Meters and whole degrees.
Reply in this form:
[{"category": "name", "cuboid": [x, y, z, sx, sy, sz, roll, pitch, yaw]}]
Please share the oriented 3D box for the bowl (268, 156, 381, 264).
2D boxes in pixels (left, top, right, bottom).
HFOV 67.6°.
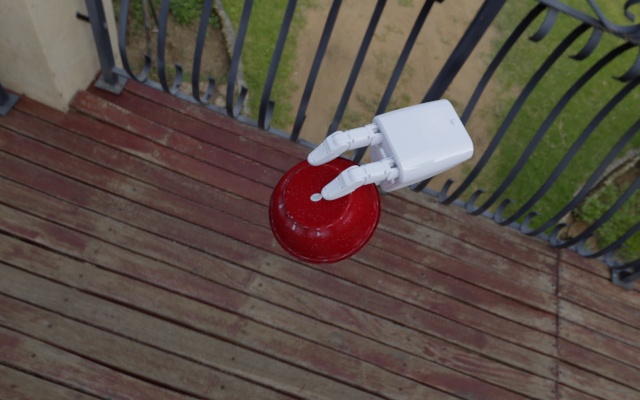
[{"category": "bowl", "cuboid": [-0.001, 0.003, 0.648, 0.162, 0.162, 0.055, 0, -19, 11]}]
